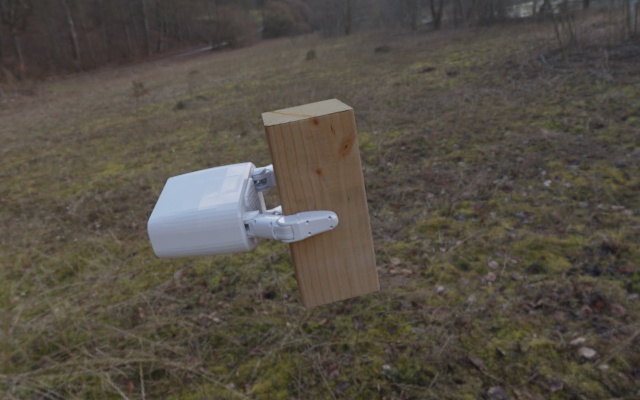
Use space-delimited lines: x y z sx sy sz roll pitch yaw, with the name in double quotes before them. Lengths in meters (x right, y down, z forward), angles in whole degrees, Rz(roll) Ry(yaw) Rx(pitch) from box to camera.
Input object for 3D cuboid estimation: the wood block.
"wood block" 0.000 0.002 0.535 0.090 0.206 0.090 -12 20 -5
